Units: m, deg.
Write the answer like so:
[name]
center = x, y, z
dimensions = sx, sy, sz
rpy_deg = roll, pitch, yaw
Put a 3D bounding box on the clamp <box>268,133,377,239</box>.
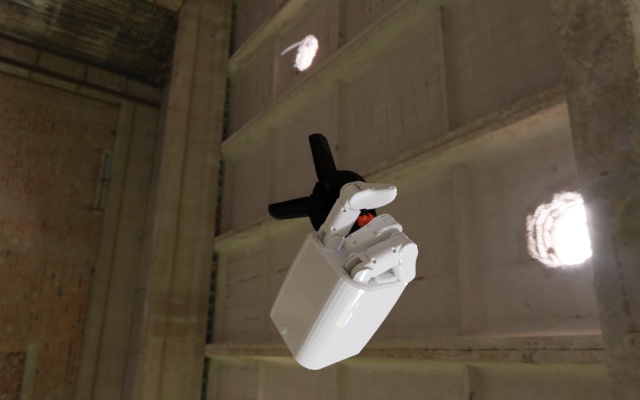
[clamp]
center = 0.001, 0.002, 0.553
dimensions = 0.039, 0.120, 0.171
rpy_deg = 21, 18, -36
